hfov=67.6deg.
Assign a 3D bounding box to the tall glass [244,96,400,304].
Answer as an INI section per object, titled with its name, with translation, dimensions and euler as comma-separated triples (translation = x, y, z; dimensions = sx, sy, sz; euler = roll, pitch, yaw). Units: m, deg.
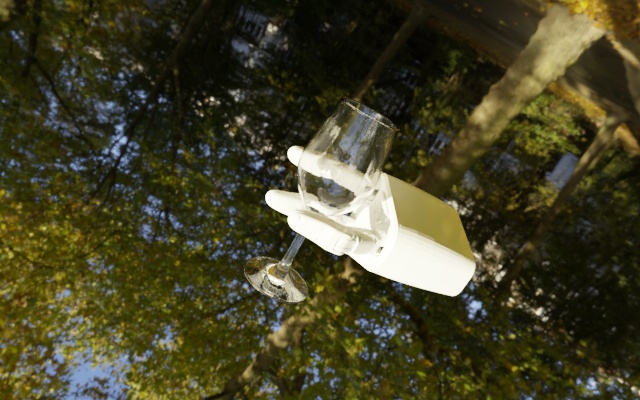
[tall glass]
translation = 0.000, 0.002, 0.470
dimensions = 0.079, 0.201, 0.079
euler = 26, 20, -10
